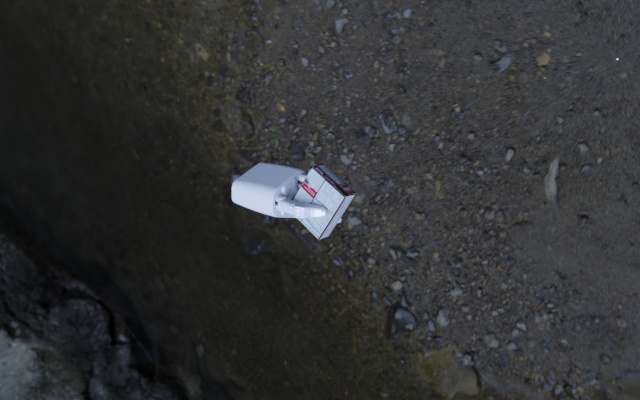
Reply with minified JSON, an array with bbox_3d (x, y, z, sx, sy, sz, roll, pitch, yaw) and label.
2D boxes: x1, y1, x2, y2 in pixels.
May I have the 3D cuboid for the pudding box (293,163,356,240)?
[{"bbox_3d":[0.000,0.003,0.879,0.090,0.113,0.039,43,34,19],"label":"pudding box"}]
